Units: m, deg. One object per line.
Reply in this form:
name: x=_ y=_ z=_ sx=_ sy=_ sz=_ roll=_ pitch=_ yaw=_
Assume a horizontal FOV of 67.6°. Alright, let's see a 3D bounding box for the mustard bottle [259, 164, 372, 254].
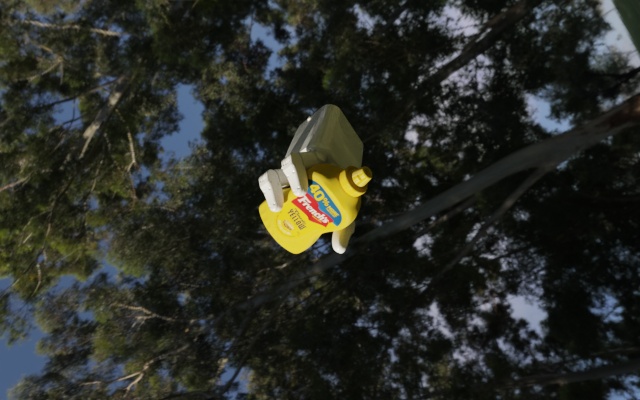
mustard bottle: x=0.000 y=0.003 z=0.674 sx=0.192 sy=0.096 sz=0.058 roll=-32 pitch=6 yaw=40
